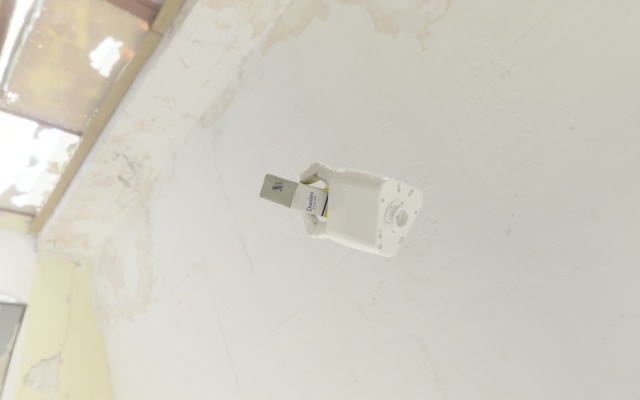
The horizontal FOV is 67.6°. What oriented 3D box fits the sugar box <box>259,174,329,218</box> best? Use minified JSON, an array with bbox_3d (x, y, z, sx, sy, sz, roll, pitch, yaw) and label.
[{"bbox_3d":[0.000,0.002,0.773,0.176,0.048,0.093,19,-1,-39],"label":"sugar box"}]
